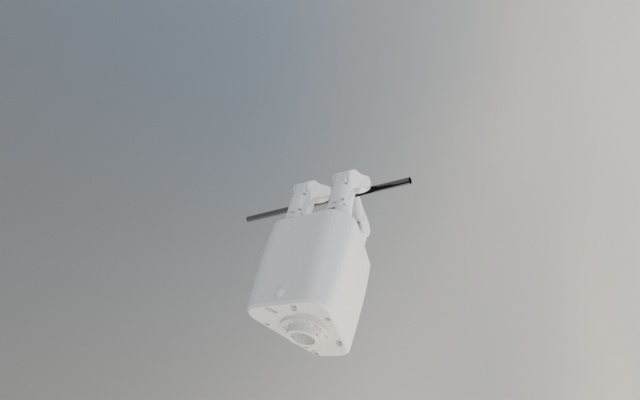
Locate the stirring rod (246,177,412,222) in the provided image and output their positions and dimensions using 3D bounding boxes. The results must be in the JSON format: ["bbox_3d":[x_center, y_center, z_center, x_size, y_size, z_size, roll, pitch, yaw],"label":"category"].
[{"bbox_3d":[0.000,0.002,0.592,0.239,0.011,0.011,-14,-7,32],"label":"stirring rod"}]
